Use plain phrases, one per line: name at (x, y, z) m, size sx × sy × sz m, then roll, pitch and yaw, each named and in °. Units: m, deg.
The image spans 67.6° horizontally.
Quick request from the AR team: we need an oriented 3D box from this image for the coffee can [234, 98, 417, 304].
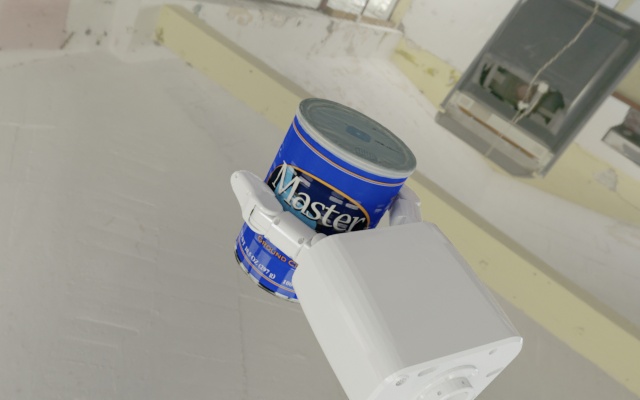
coffee can at (0.000, 0.001, 0.401) m, size 0.103 × 0.140 × 0.102 m, roll 22°, pitch 28°, yaw -13°
